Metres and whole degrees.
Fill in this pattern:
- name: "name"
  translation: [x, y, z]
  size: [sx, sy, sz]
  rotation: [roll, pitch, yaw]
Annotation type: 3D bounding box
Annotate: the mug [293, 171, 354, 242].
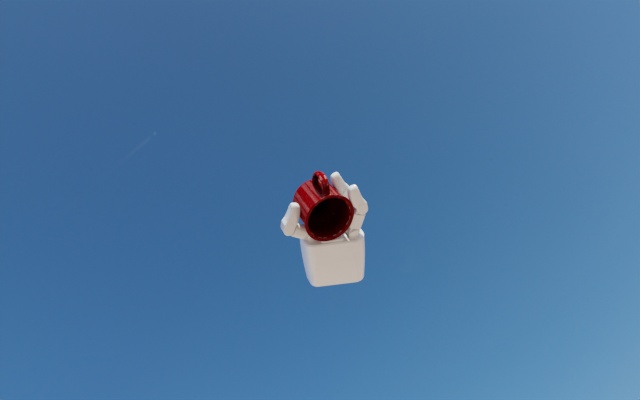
- name: "mug"
  translation: [0.000, 0.001, 0.845]
  size: [0.093, 0.117, 0.081]
  rotation: [-16, 34, -17]
